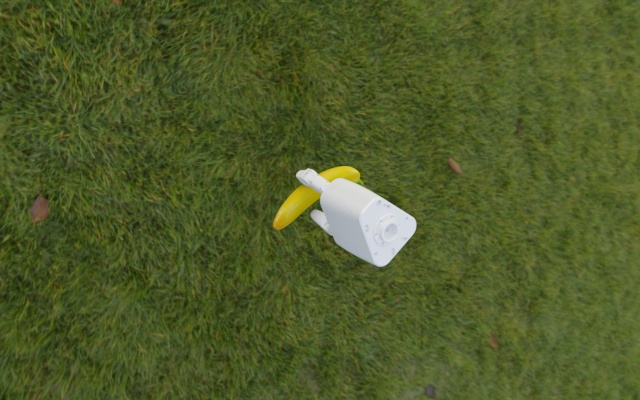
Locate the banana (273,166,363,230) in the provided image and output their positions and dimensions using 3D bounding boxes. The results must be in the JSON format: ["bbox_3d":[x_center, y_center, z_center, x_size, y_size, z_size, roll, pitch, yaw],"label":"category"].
[{"bbox_3d":[0.000,-0.014,0.836,0.198,0.070,0.037,-26,36,-24],"label":"banana"}]
